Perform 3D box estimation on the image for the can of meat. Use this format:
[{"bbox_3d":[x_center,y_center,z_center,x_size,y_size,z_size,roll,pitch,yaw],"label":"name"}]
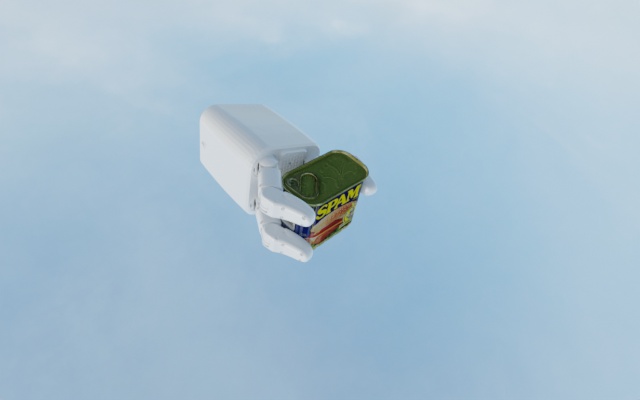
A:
[{"bbox_3d":[0.000,0.002,0.548,0.102,0.084,0.057,-30,58,-35],"label":"can of meat"}]
